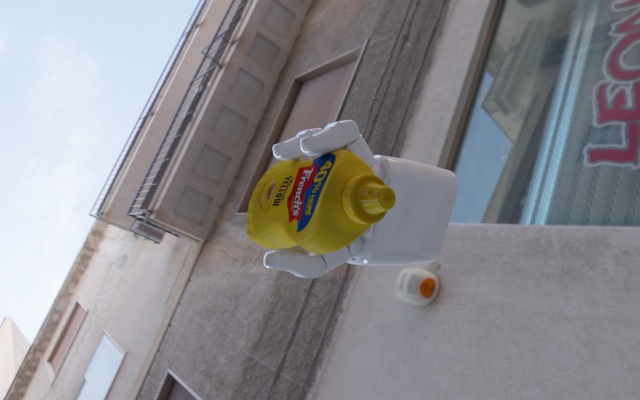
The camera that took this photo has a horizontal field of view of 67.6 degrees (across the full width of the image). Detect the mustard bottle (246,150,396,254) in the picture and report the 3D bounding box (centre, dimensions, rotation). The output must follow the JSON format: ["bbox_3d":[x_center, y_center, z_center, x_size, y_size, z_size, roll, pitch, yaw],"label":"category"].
[{"bbox_3d":[0.000,0.001,0.446,0.058,0.096,0.191,33,-19,-28],"label":"mustard bottle"}]
